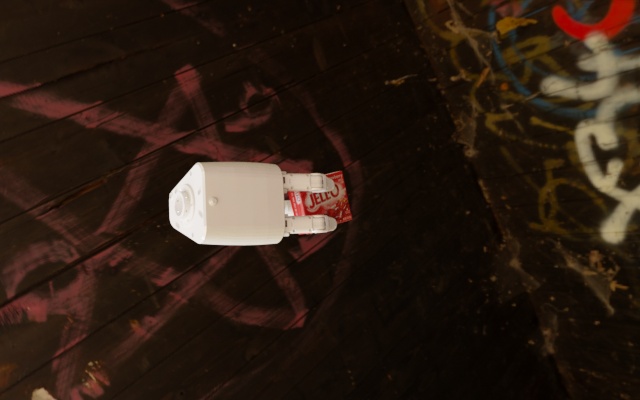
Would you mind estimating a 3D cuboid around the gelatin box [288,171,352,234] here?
[{"bbox_3d":[0.000,0.002,0.679,0.089,0.073,0.030,-16,5,-42],"label":"gelatin box"}]
